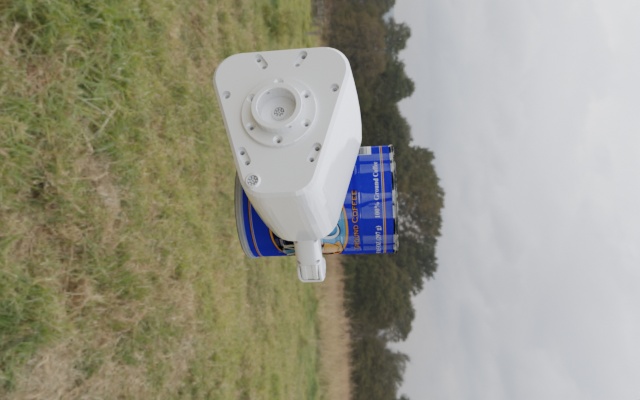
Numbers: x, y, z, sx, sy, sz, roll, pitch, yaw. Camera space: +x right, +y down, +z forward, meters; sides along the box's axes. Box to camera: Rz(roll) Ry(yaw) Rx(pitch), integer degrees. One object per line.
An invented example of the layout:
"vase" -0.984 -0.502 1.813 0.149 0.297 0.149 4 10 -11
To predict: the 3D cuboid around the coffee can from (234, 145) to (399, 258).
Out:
"coffee can" 0.000 0.002 0.455 0.140 0.103 0.103 -3 0 6
